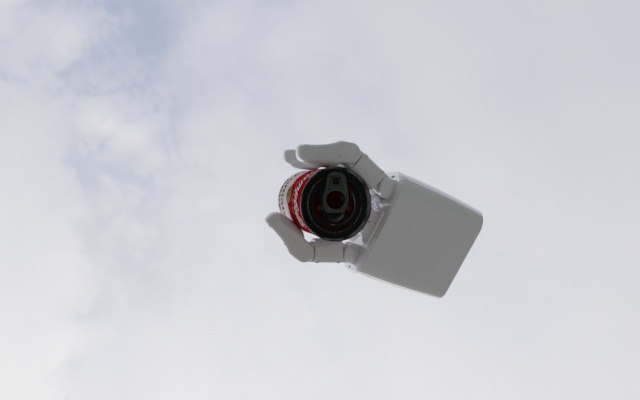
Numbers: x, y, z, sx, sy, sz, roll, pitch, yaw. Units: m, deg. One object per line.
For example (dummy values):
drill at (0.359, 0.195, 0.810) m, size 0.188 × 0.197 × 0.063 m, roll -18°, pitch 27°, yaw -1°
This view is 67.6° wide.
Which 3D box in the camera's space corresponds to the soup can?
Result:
soup can at (-0.001, 0.001, 0.474) m, size 0.068 × 0.068 × 0.102 m, roll 0°, pitch 2°, yaw -17°
